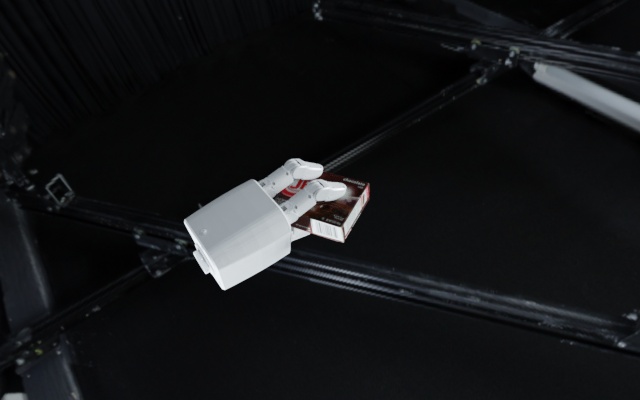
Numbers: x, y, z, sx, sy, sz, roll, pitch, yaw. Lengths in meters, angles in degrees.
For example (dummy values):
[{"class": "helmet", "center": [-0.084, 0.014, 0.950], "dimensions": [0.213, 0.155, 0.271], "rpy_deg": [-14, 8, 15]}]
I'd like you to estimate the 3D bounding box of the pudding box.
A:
[{"class": "pudding box", "center": [0.000, 0.002, 0.666], "dimensions": [0.113, 0.039, 0.090], "rpy_deg": [18, 52, 21]}]
